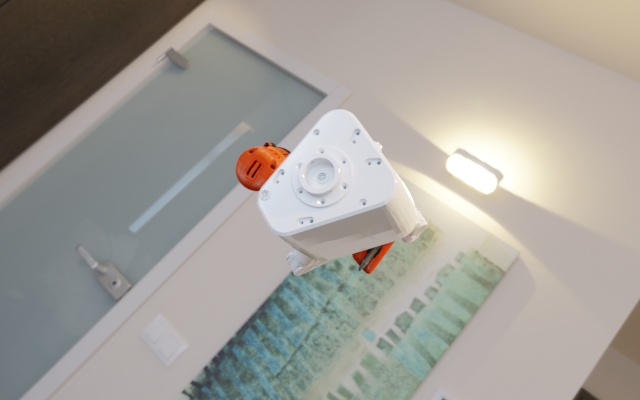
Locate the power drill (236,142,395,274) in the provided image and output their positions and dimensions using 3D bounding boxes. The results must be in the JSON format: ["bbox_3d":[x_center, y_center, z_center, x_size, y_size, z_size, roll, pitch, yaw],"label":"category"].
[{"bbox_3d":[0.000,0.002,0.560,0.187,0.057,0.184,34,10,5],"label":"power drill"}]
